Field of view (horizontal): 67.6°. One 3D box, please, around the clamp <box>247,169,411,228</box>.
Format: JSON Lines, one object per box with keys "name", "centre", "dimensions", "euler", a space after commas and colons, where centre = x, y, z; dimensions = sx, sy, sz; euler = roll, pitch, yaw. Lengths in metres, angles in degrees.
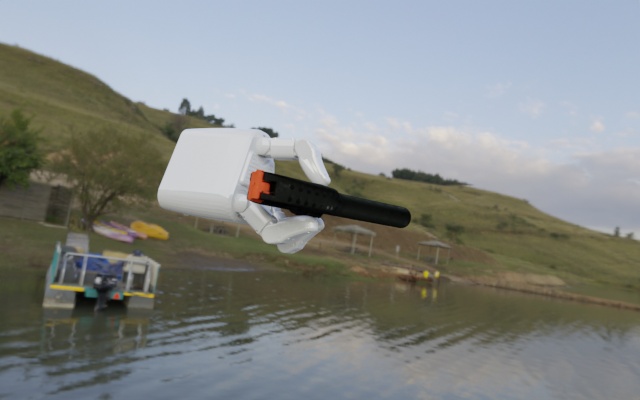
{"name": "clamp", "centre": [0.000, 0.001, 0.512], "dimensions": [0.164, 0.036, 0.210], "euler": [6, -5, 23]}
